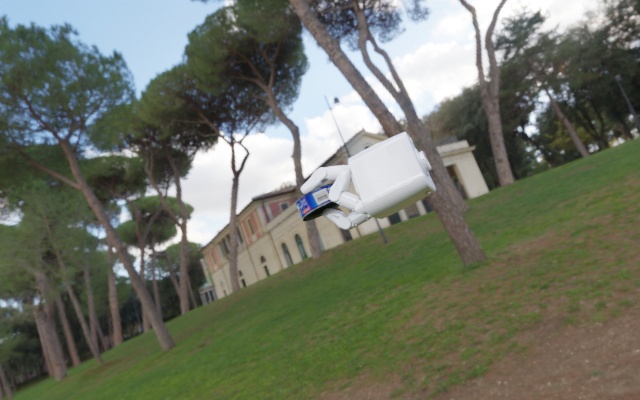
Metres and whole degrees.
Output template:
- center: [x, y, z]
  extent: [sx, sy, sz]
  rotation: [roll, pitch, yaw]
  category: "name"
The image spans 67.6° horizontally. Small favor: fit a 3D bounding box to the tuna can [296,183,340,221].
- center: [0.000, 0.002, 0.849]
  extent: [0.086, 0.033, 0.086]
  rotation: [-25, -11, -5]
  category: "tuna can"
